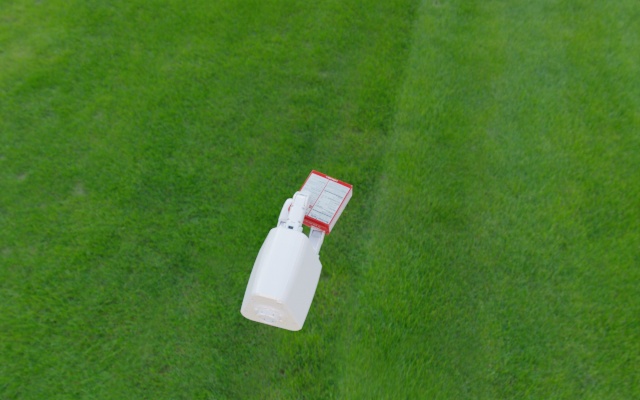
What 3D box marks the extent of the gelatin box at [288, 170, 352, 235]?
[{"bbox_3d":[0.000,0.002,0.764,0.073,0.089,0.030,22,-30,16],"label":"gelatin box"}]
